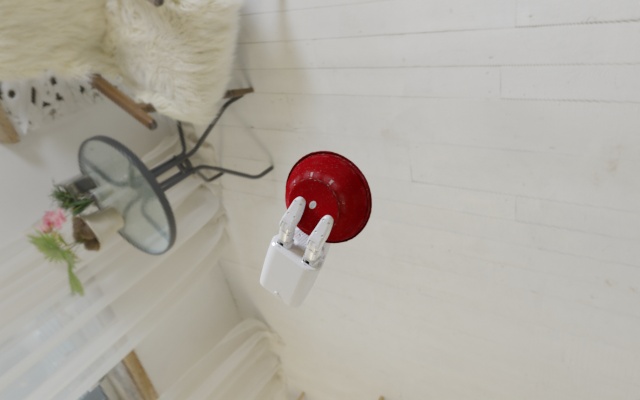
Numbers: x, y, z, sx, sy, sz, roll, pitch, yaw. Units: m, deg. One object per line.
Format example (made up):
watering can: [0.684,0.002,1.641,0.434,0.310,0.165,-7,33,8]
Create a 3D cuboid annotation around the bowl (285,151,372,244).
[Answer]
bowl: [0.000,0.001,0.781,0.162,0.162,0.055,0,15,27]
